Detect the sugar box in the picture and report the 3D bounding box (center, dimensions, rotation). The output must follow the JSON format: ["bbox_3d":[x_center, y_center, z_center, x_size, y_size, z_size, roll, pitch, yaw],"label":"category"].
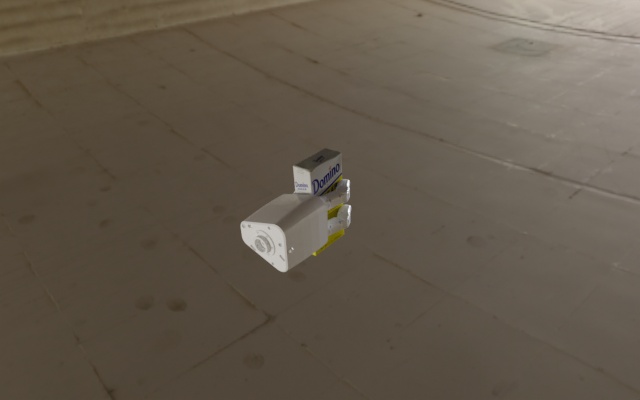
[{"bbox_3d":[0.000,0.003,0.876,0.048,0.176,0.093,21,38,33],"label":"sugar box"}]
